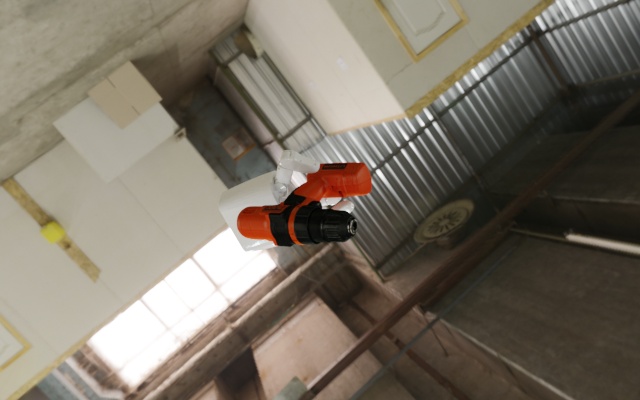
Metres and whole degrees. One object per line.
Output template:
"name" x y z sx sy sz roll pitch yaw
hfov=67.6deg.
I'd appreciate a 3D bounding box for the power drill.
"power drill" 0.000 0.002 0.678 0.184 0.057 0.187 2 24 33
